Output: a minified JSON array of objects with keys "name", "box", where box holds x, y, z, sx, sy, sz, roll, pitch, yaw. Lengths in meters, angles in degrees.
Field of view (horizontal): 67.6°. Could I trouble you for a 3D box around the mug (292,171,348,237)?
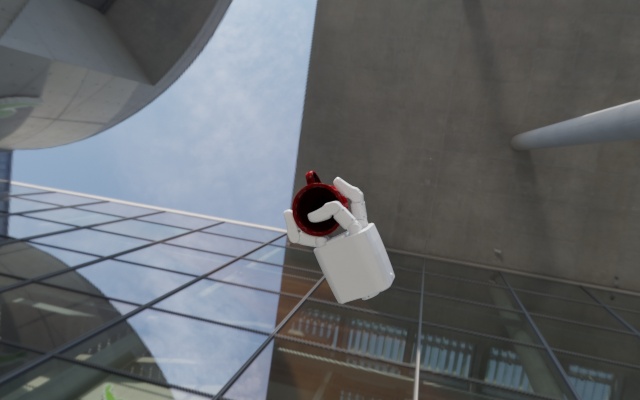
[{"name":"mug","box":[0.000,0.001,0.865,0.093,0.117,0.081,-21,-2,14]}]
